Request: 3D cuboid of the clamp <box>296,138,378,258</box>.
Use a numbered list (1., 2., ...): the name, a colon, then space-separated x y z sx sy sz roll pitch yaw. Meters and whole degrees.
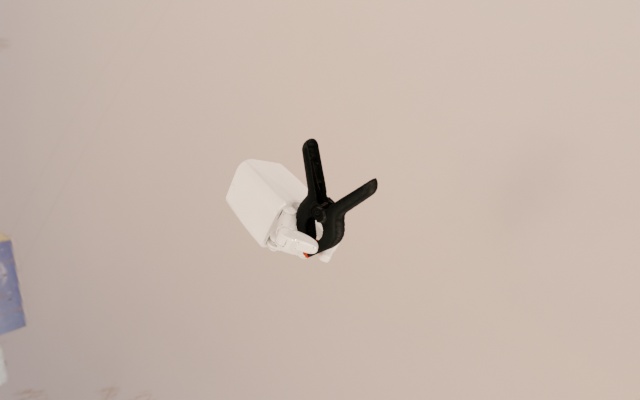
1. clamp: 0.001 0.002 0.660 0.039 0.171 0.120 -16 54 -45
